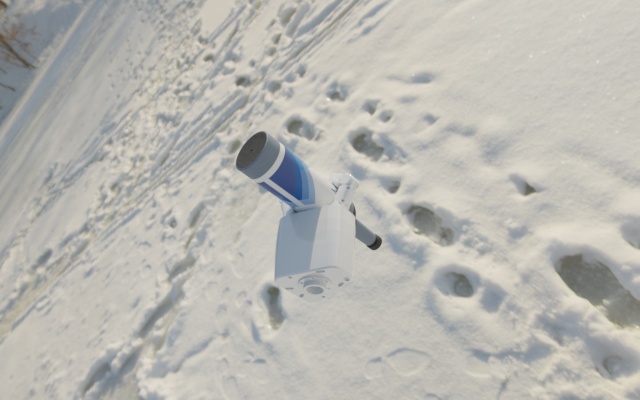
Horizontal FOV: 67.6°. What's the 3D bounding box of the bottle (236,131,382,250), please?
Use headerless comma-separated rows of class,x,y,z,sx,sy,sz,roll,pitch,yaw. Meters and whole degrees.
bottle,0.000,0.002,0.750,0.296,0.069,0.069,37,-23,-35
